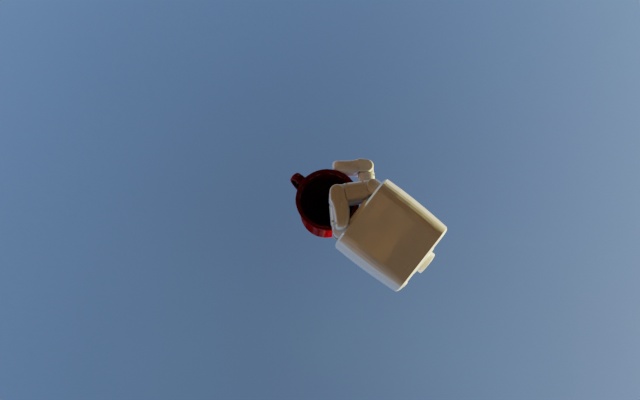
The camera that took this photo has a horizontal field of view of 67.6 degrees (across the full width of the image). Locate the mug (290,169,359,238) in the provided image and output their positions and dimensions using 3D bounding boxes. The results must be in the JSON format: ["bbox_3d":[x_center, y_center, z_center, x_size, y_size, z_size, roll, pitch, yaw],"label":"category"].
[{"bbox_3d":[-0.001,0.002,0.729,0.117,0.093,0.081,38,-14,9],"label":"mug"}]
